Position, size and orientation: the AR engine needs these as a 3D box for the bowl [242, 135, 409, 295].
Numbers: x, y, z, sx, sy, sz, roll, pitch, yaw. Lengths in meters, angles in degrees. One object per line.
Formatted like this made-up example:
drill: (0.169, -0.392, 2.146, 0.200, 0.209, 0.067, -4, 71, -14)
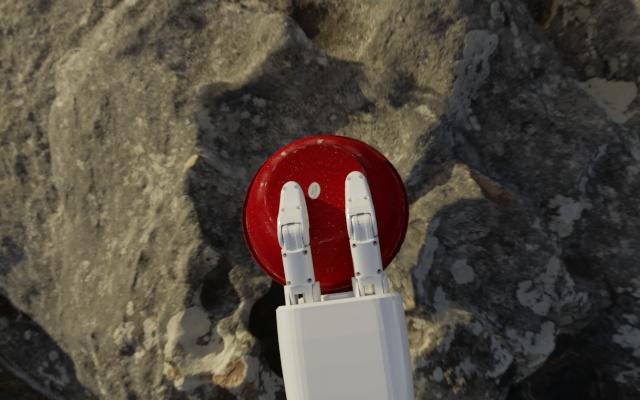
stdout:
bowl: (0.000, 0.000, 0.434, 0.162, 0.162, 0.055, 0, -19, 8)
